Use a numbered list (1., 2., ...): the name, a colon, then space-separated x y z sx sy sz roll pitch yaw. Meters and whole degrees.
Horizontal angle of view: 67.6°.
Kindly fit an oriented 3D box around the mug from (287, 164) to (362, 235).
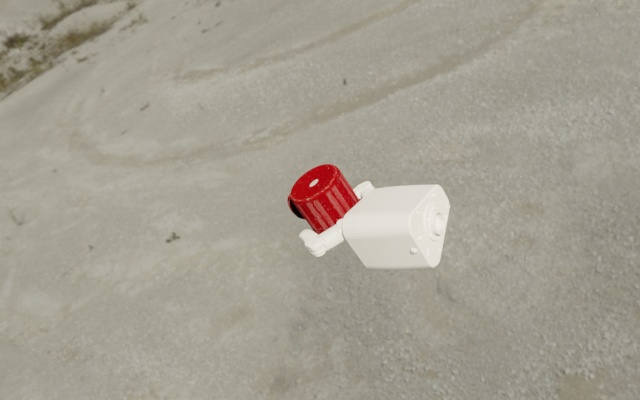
1. mug: -0.001 0.002 0.707 0.117 0.081 0.093 -6 41 40
